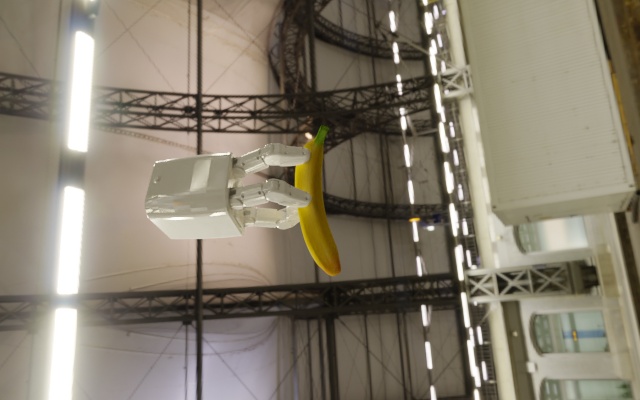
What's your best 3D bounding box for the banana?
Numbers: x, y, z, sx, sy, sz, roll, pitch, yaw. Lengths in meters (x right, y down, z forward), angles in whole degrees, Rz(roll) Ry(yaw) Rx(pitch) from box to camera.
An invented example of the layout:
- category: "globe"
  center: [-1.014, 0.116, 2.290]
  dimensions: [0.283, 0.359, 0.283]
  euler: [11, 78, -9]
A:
- category: "banana"
  center: [-0.007, 0.004, 0.622]
  dimensions: [0.037, 0.197, 0.070]
  euler: [1, -18, -22]
